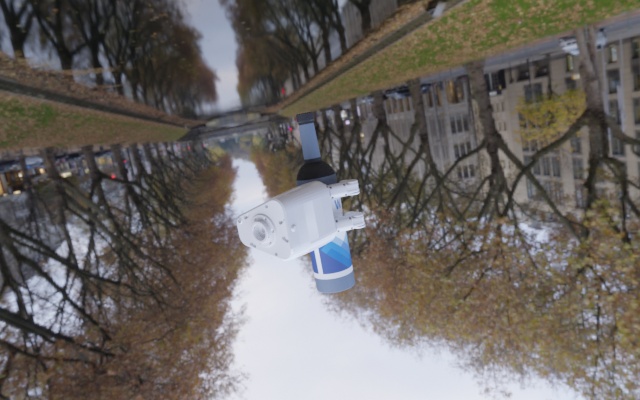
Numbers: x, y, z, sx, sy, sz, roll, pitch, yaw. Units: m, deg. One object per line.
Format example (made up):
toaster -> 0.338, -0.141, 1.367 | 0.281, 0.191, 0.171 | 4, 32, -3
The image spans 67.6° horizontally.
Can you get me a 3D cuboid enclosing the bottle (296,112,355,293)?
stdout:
bottle -> 0.000, 0.003, 0.791 | 0.069, 0.296, 0.069 | -10, 9, 2
